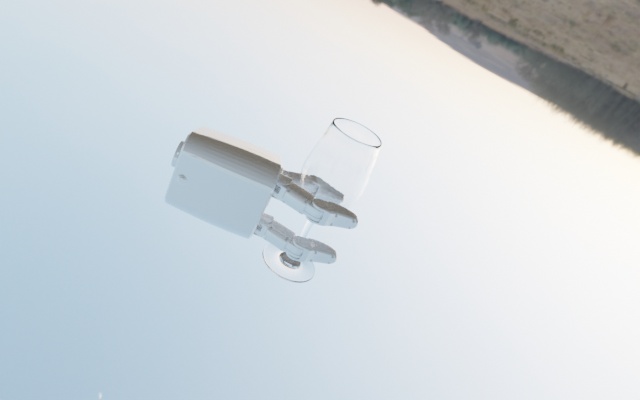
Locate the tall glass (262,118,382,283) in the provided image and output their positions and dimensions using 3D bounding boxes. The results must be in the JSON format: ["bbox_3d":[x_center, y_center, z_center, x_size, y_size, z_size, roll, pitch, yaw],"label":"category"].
[{"bbox_3d":[0.000,0.002,0.577,0.079,0.201,0.079,22,27,-12],"label":"tall glass"}]
